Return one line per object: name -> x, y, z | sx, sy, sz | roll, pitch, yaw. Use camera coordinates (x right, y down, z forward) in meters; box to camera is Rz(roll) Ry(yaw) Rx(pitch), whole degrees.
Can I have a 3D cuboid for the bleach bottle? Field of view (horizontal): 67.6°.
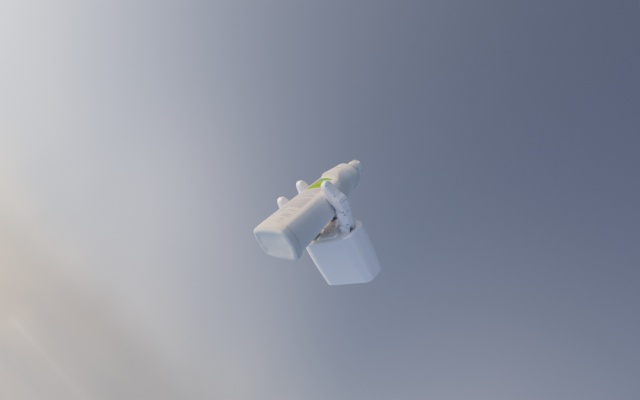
bleach bottle -> 0.000, 0.003, 0.858 | 0.102, 0.068, 0.250 | 0, 34, 49
